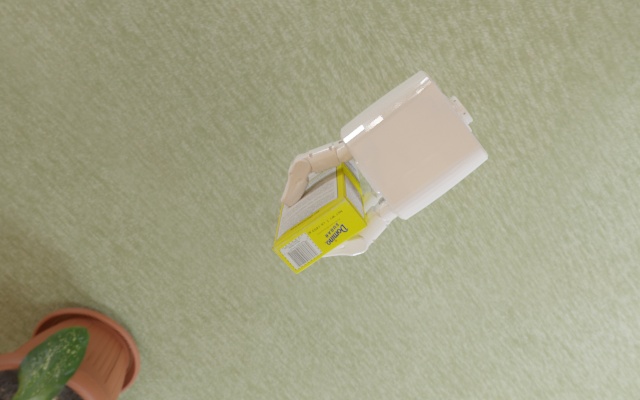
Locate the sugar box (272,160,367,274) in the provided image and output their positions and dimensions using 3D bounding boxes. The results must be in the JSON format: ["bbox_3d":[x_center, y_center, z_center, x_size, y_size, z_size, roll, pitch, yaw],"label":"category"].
[{"bbox_3d":[0.001,0.002,0.544,0.093,0.048,0.176,-34,16,15],"label":"sugar box"}]
